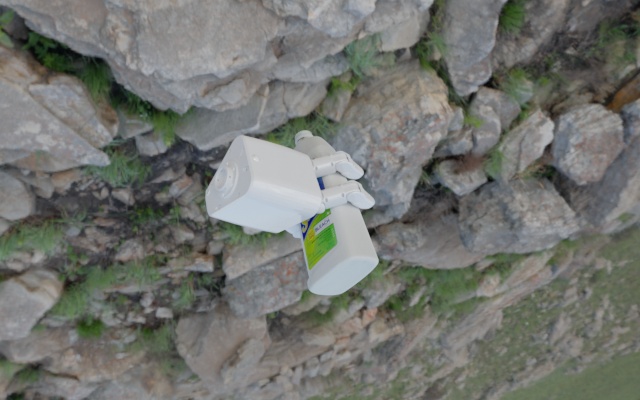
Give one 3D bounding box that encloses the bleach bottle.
[{"bbox_3d":[0.000,0.002,0.692,0.068,0.250,0.103,14,-46,-38],"label":"bleach bottle"}]
